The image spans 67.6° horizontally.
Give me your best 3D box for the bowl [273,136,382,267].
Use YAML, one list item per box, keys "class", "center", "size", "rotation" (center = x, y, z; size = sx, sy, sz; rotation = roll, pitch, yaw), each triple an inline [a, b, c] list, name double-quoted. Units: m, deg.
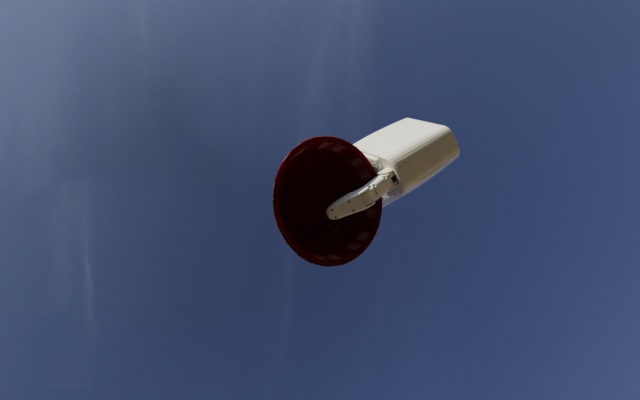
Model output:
- class: "bowl"
  center: [-0.001, 0.002, 0.609]
  size: [0.162, 0.162, 0.055]
  rotation: [0, -3, -33]
